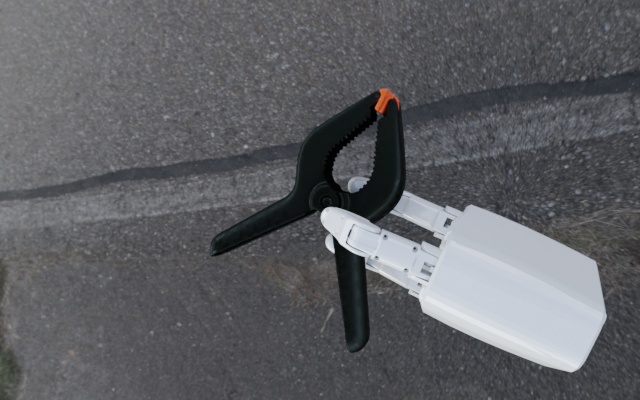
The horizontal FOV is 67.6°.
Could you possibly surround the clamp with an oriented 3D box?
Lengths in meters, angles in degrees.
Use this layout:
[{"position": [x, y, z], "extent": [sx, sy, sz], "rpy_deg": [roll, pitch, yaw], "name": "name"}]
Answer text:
[{"position": [0.000, 0.001, 0.405], "extent": [0.164, 0.210, 0.036], "rpy_deg": [24, 9, 16], "name": "clamp"}]
